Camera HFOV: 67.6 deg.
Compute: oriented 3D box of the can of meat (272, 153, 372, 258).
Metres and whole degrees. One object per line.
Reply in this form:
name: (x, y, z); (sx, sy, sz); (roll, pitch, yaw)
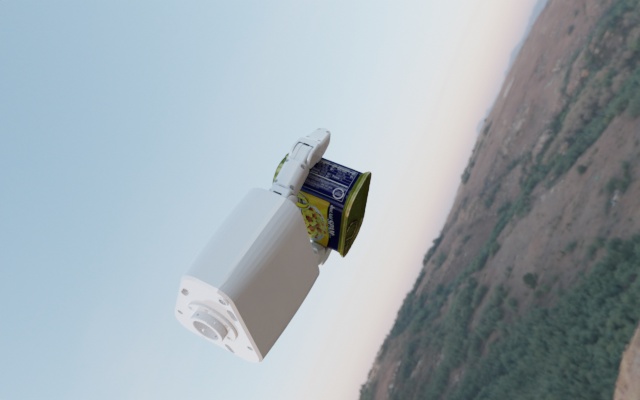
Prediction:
can of meat: (0.000, 0.001, 0.493); (0.084, 0.057, 0.102); (22, -36, 15)
